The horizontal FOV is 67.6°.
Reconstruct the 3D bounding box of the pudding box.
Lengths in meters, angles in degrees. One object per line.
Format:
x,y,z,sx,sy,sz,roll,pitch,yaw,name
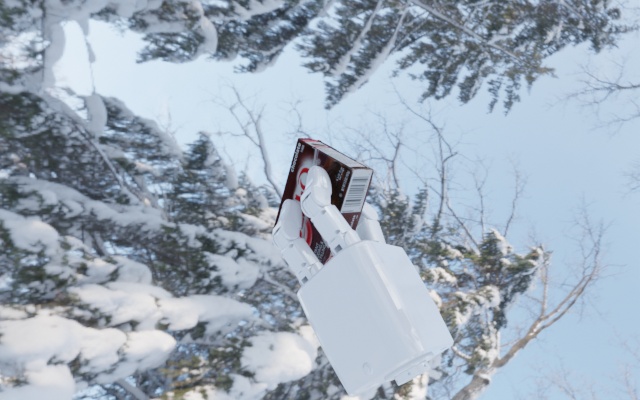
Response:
0.000,0.002,0.506,0.039,0.113,0.090,0,24,-45,pudding box
